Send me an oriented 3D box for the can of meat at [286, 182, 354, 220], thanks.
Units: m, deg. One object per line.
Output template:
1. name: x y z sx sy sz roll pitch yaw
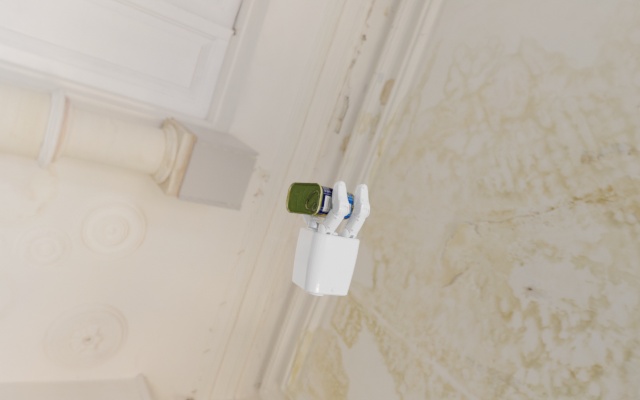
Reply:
1. can of meat: 0.000 0.003 0.877 0.084 0.057 0.102 12 -5 -37
